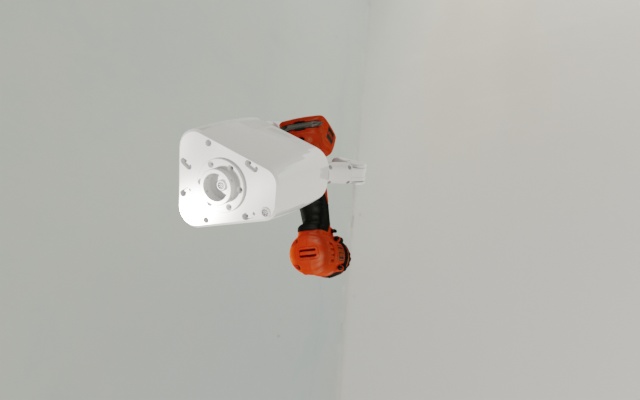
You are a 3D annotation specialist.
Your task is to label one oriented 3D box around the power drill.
[{"bbox_3d":[0.000,0.001,0.592,0.057,0.187,0.184,-9,-10,9],"label":"power drill"}]
